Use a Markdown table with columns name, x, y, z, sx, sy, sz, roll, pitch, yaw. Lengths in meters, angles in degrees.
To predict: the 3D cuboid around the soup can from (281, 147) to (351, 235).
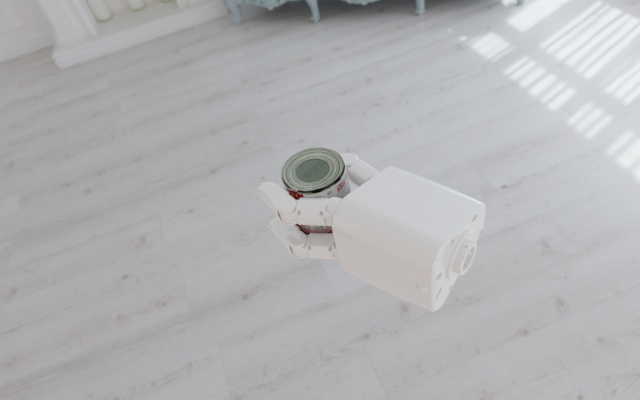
| name | x | y | z | sx | sy | sz | roll | pitch | yaw |
| --- | --- | --- | --- | --- | --- | --- | --- | --- | --- |
| soup can | 0.000 | 0.001 | 0.520 | 0.068 | 0.068 | 0.102 | 0 | -43 | 13 |
